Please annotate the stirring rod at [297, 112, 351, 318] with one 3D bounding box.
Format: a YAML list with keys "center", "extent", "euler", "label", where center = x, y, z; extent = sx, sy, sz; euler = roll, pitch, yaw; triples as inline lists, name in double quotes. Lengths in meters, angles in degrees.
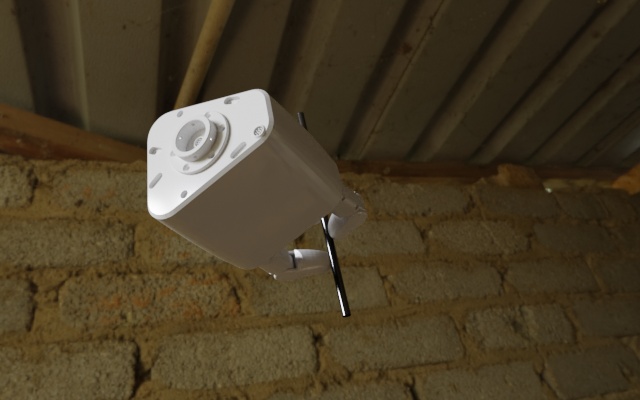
- center: [0.000, 0.002, 0.482]
  extent: [0.011, 0.239, 0.011]
  euler: [-9, -32, -6]
  label: "stirring rod"
